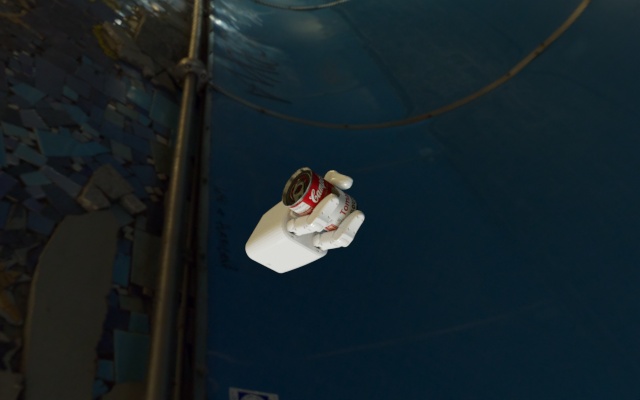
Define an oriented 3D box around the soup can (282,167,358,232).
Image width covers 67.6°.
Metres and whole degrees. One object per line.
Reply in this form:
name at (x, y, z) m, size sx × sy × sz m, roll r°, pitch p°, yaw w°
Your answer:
soup can at (0.001, 0.002, 0.746) m, size 0.102 × 0.068 × 0.068 m, roll 33°, pitch -18°, yaw -30°
